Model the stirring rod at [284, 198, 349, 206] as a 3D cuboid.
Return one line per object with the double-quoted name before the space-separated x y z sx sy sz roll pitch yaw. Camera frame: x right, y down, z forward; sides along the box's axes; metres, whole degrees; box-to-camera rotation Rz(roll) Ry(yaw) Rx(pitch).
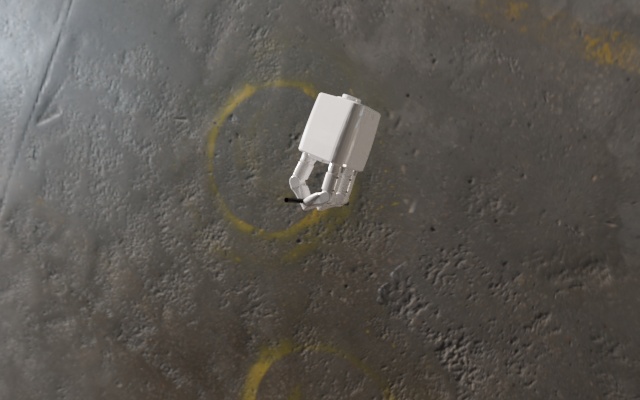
"stirring rod" 0.000 0.003 0.869 0.011 0.011 0.239 0 -2 27
